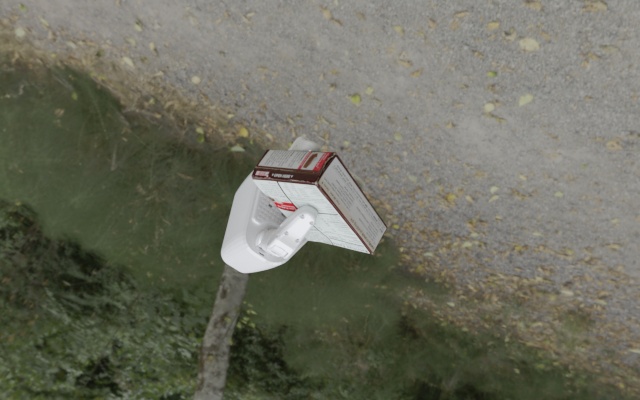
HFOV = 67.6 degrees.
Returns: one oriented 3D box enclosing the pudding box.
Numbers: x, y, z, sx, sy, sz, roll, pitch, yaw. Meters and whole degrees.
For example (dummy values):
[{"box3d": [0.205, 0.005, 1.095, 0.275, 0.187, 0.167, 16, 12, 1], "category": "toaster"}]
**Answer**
[{"box3d": [0.000, 0.002, 0.456, 0.090, 0.039, 0.113, 7, -31, 42], "category": "pudding box"}]
